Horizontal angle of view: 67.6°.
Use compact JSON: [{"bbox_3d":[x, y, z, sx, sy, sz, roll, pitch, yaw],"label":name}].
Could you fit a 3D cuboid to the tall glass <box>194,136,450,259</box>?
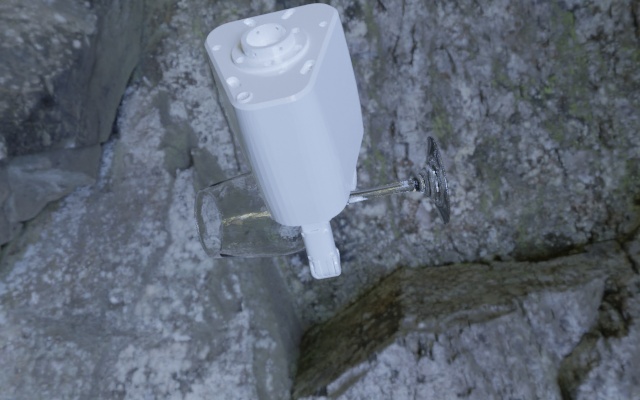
[{"bbox_3d":[0.001,0.001,0.404,0.201,0.079,0.079,-11,-1,5],"label":"tall glass"}]
